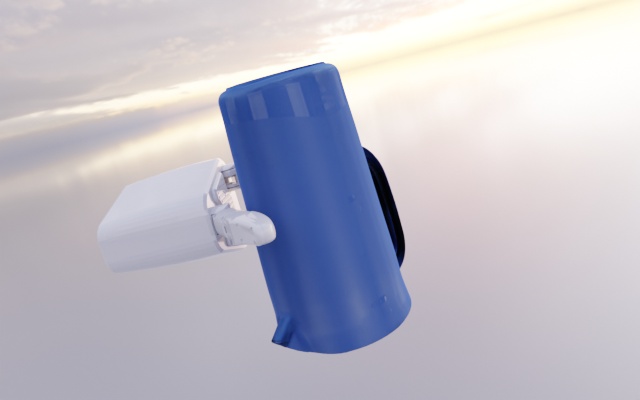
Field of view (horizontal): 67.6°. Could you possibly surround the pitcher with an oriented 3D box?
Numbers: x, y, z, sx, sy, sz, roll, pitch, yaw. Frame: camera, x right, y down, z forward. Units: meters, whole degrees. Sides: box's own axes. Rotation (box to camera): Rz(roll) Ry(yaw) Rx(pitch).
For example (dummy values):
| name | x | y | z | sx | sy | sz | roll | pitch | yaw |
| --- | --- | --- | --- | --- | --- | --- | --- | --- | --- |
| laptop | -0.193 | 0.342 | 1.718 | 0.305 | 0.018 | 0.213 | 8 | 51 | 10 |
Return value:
| name | x | y | z | sx | sy | sz | roll | pitch | yaw |
| --- | --- | --- | --- | --- | --- | --- | --- | --- | --- |
| pitcher | 0.000 | 0.002 | 0.447 | 0.145 | 0.243 | 0.149 | -14 | 14 | 5 |
